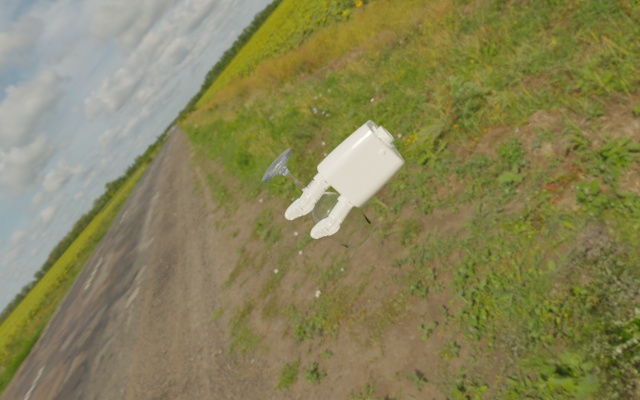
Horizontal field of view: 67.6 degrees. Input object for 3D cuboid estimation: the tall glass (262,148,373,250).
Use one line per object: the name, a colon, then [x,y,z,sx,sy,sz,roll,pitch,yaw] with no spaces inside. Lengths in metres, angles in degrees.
tall glass: [0.000,0.002,0.816,0.201,0.079,0.079,41,-15,-18]
